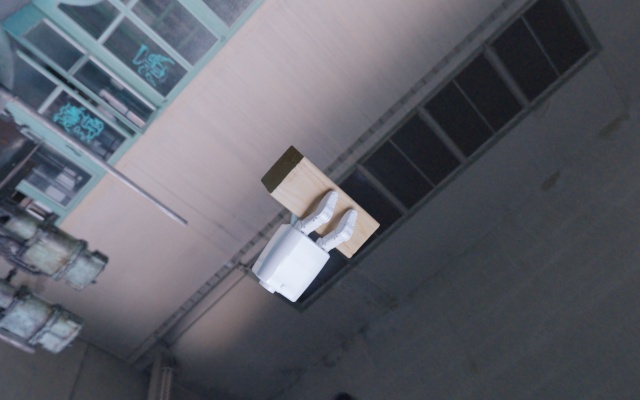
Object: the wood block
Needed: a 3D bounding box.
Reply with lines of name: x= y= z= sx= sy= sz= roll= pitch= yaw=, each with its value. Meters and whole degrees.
wood block: x=0.000 y=0.003 z=0.891 sx=0.206 sy=0.090 sz=0.090 roll=41 pitch=2 yaw=-27
